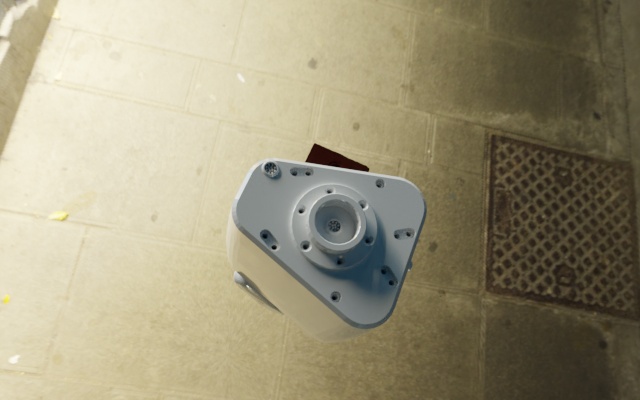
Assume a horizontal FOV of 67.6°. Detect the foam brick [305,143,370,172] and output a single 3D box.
[{"bbox_3d":[0.000,0.001,0.406,0.053,0.078,0.051,24,-20,-1],"label":"foam brick"}]
